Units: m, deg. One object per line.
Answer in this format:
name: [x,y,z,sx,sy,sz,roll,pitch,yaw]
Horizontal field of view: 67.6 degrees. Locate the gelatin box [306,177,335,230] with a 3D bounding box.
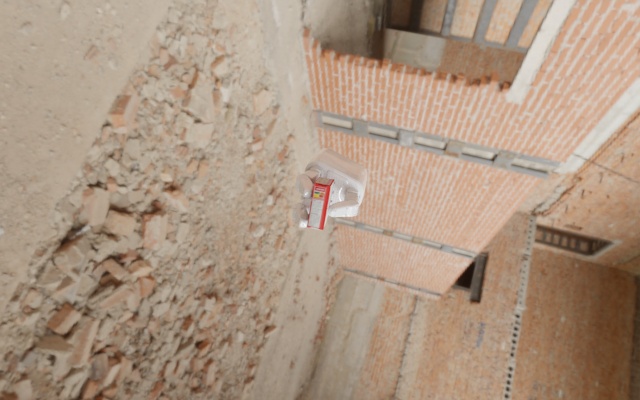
gelatin box: [0.001,0.003,0.784,0.030,0.073,0.089,11,11,3]
